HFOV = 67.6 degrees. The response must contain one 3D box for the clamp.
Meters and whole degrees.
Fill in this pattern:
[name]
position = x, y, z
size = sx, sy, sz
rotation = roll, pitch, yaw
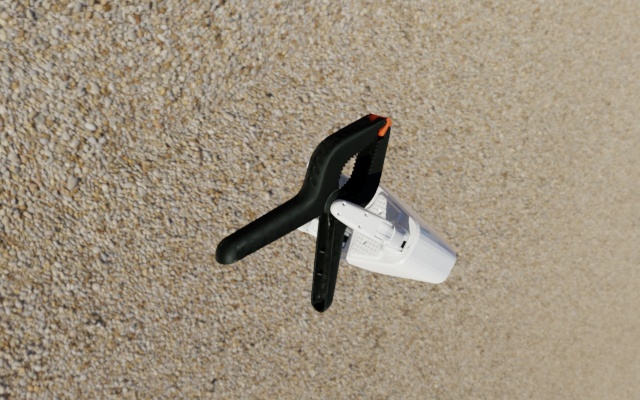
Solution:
[clamp]
position = 0.001, 0.001, 0.462
size = 0.036, 0.210, 0.165
rotation = 27, -1, 43
